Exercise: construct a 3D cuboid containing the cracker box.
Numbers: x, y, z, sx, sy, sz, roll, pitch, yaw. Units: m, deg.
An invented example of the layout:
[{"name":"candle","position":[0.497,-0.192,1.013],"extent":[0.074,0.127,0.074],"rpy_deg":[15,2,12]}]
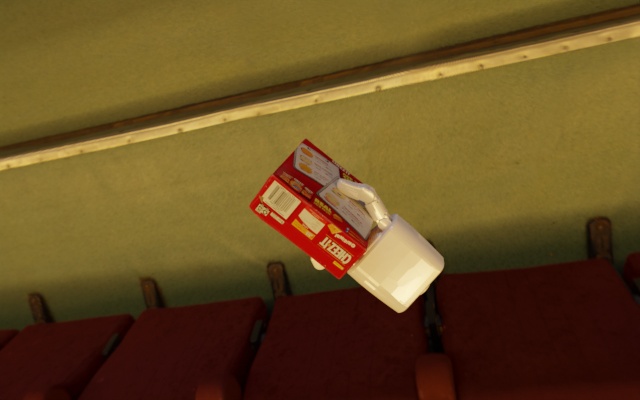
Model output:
[{"name":"cracker box","position":[0.000,0.002,0.734],"extent":[0.164,0.072,0.213],"rpy_deg":[38,22,-5]}]
